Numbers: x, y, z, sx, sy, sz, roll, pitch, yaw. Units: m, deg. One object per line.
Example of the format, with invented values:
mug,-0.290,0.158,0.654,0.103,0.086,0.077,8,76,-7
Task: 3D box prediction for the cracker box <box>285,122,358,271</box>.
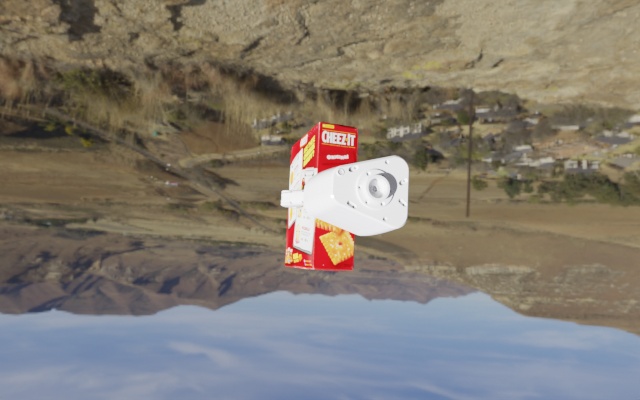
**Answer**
cracker box,0.000,0.003,0.761,0.072,0.213,0.164,6,-8,-18
